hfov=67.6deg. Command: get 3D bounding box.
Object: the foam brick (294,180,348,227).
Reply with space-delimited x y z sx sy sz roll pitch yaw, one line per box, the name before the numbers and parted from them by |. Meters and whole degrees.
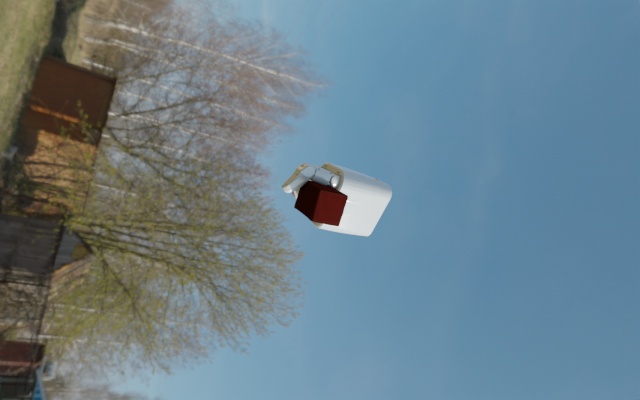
foam brick | 0.000 0.003 0.760 0.051 0.053 0.078 14 10 -26
